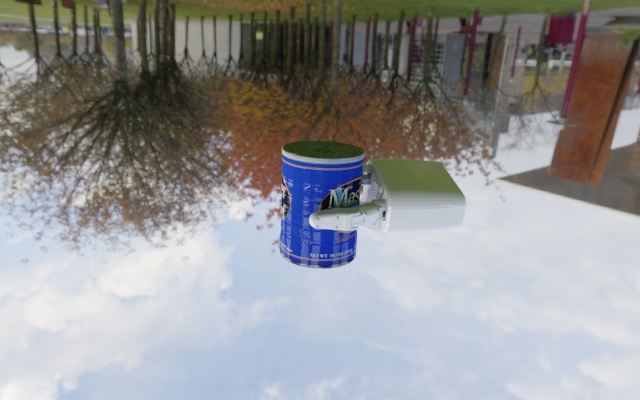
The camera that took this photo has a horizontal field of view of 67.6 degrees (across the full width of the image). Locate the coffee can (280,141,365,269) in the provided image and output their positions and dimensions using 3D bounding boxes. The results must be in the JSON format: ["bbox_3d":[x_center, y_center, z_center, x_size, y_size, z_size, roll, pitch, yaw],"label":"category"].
[{"bbox_3d":[0.000,0.002,0.613,0.103,0.140,0.102,3,18,-1],"label":"coffee can"}]
